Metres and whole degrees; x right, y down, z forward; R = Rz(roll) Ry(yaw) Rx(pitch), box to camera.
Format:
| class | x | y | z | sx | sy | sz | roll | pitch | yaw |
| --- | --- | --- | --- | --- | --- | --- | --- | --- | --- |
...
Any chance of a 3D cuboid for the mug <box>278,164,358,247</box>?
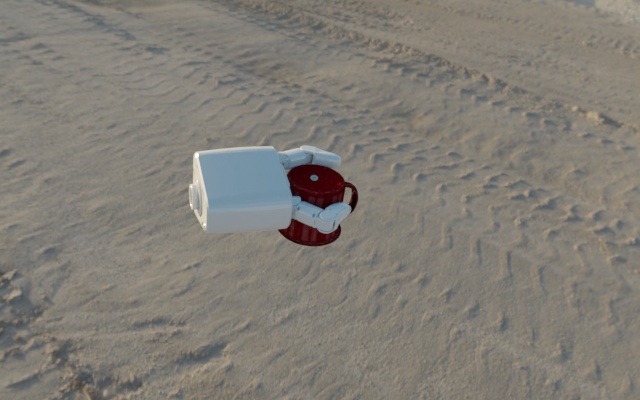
| class | x | y | z | sx | sy | sz | roll | pitch | yaw |
| --- | --- | --- | --- | --- | --- | --- | --- | --- | --- |
| mug | 0.001 | 0.002 | 0.661 | 0.117 | 0.081 | 0.093 | -5 | 35 | -22 |
